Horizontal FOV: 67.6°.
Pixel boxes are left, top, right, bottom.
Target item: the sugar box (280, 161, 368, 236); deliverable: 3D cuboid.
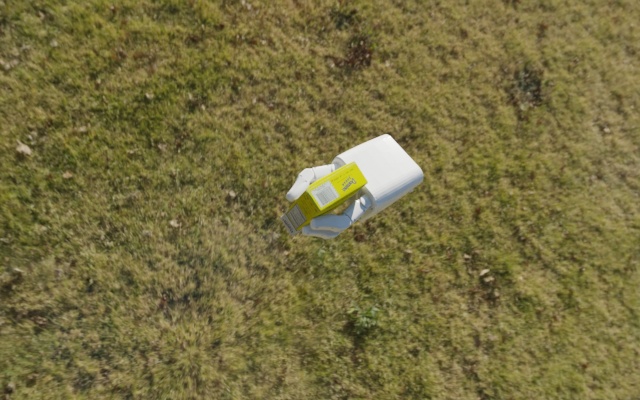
[{"bbox_3d":[0.001,0.003,0.766,0.093,0.048,0.176,-30,-8,-22],"label":"sugar box"}]
